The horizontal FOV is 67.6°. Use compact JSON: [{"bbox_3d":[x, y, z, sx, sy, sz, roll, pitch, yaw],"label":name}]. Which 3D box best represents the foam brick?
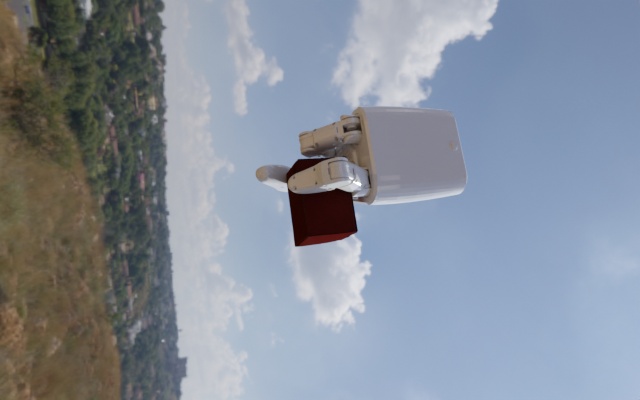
[{"bbox_3d":[0.000,0.002,0.471,0.051,0.078,0.053,-4,-13,-18],"label":"foam brick"}]
